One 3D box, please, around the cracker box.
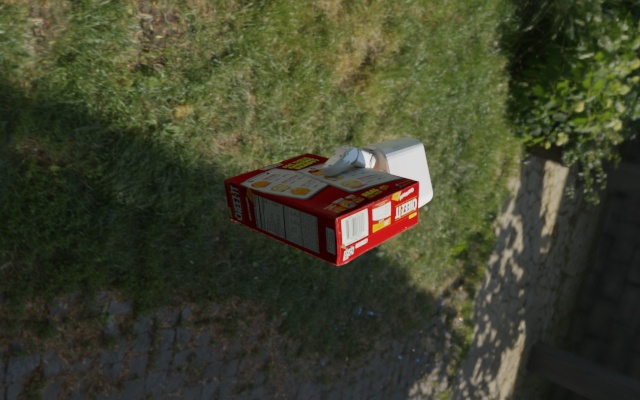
[{"bbox_3d":[0.000,0.002,0.650,0.213,0.072,0.164,18,29,41],"label":"cracker box"}]
